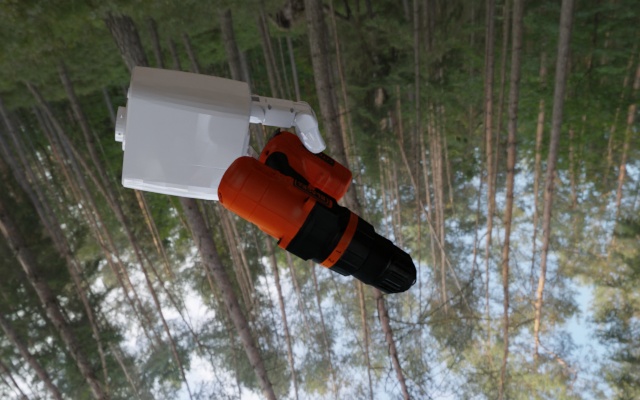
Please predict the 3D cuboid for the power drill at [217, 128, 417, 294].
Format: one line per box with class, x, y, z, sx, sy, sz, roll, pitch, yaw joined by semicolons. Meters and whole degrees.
power drill;0.000;0.001;0.458;0.184;0.057;0.187;32;14;-12
